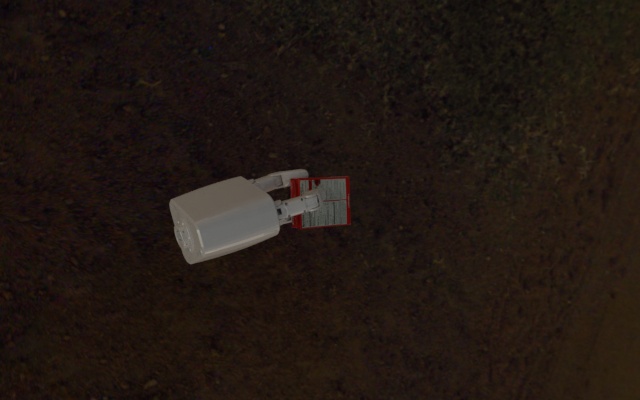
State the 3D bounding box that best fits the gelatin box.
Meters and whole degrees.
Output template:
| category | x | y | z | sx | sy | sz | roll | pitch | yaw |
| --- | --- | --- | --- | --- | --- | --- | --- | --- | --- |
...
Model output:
| category | x | y | z | sx | sy | sz | roll | pitch | yaw |
| --- | --- | --- | --- | --- | --- | --- | --- | --- | --- |
| gelatin box | 0.001 | 0.002 | 0.705 | 0.089 | 0.073 | 0.030 | -4 | 3 | -28 |
